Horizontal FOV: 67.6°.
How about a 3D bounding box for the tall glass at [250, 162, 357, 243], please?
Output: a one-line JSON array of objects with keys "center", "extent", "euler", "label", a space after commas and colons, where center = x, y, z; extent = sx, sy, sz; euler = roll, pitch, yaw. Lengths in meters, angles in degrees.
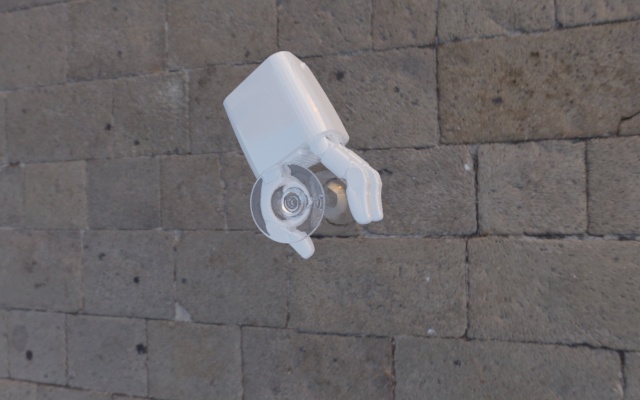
[{"center": [0.000, 0.002, 0.529], "extent": [0.079, 0.079, 0.201], "euler": [0, 0, 18], "label": "tall glass"}]
